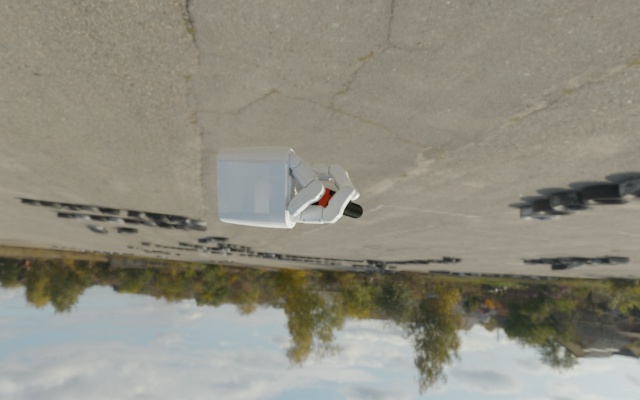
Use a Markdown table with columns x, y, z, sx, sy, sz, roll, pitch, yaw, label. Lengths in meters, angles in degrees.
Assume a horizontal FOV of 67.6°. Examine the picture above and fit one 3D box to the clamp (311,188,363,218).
| x | y | z | sx | sy | sz | roll | pitch | yaw | label |
| --- | --- | --- | --- | --- | --- | --- | --- | --- | --- |
| 0.000 | 0.003 | 0.762 | 0.120 | 0.039 | 0.171 | 2 | -9 | 12 | clamp |
